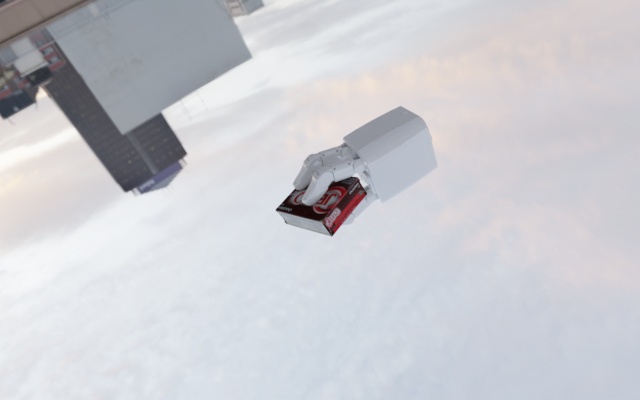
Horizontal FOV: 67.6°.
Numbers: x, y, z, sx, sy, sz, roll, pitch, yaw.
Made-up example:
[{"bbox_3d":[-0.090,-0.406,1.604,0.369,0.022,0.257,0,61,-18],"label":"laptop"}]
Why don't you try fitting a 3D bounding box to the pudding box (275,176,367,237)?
[{"bbox_3d":[0.000,0.002,0.711,0.113,0.039,0.090,9,50,50],"label":"pudding box"}]
